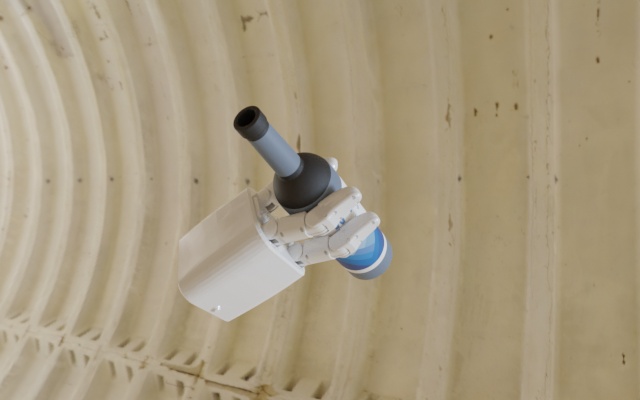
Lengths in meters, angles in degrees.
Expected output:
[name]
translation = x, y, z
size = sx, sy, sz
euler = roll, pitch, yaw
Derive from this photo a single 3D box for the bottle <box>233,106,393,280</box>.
[bottle]
translation = 0.000, 0.002, 0.519
size = 0.069, 0.069, 0.296
euler = 0, -29, 30
